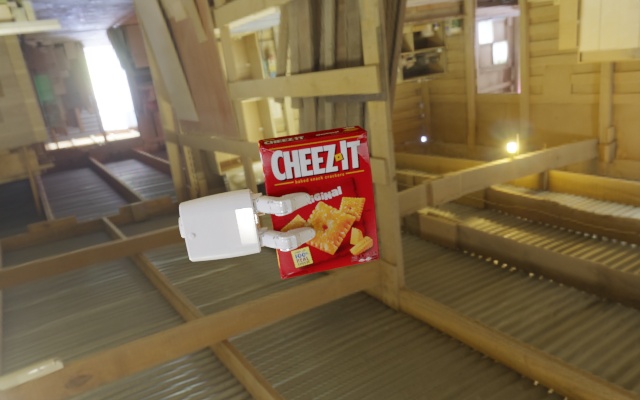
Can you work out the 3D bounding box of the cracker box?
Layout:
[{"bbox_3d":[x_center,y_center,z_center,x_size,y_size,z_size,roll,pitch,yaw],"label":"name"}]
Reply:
[{"bbox_3d":[0.000,0.003,0.751,0.164,0.214,0.072,-10,17,-7],"label":"cracker box"}]
